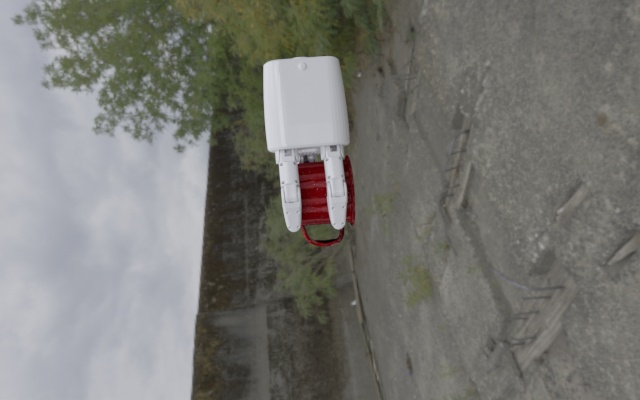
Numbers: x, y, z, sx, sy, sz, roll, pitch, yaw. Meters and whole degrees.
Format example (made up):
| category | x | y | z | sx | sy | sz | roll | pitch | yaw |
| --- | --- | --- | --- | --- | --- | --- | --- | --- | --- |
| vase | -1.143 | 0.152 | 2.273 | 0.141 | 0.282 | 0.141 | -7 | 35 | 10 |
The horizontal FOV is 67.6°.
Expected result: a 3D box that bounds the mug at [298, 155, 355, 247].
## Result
| category | x | y | z | sx | sy | sz | roll | pitch | yaw |
| --- | --- | --- | --- | --- | --- | --- | --- | --- | --- |
| mug | 0.000 | 0.004 | 0.626 | 0.081 | 0.117 | 0.093 | -5 | -1 | -2 |
